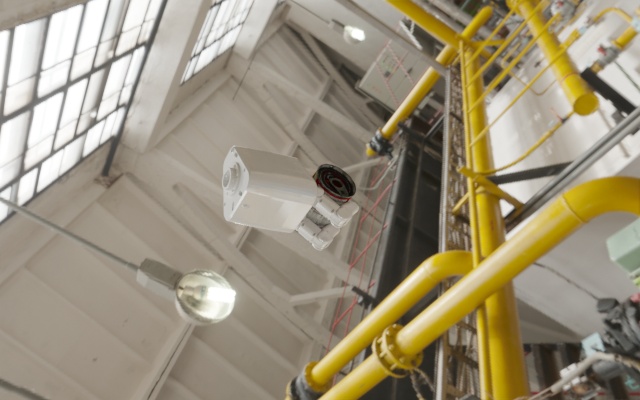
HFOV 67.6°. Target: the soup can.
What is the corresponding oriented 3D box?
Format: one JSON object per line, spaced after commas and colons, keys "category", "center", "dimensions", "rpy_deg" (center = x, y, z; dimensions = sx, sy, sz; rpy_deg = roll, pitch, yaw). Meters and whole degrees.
{"category": "soup can", "center": [0.000, 0.003, 0.744], "dimensions": [0.068, 0.068, 0.102], "rpy_deg": [0, -41, -40]}
